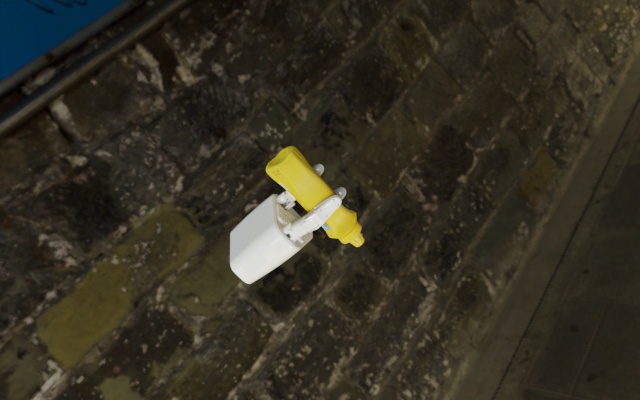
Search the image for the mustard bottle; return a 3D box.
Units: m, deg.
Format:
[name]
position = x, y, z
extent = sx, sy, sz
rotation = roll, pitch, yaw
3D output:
[mustard bottle]
position = 0.000, 0.002, 0.742
extent = 0.058, 0.192, 0.096
rotation = -45, 15, -6
